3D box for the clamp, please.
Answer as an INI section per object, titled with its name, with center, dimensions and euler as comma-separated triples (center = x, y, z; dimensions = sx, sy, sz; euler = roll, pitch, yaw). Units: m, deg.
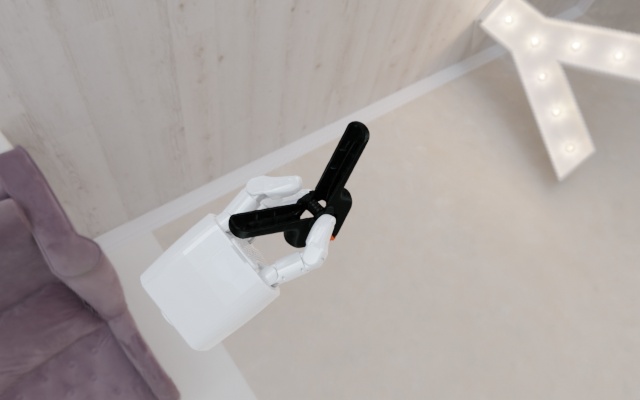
[clamp]
center = 0.001, 0.003, 0.536
dimensions = 0.164, 0.036, 0.210
euler = -40, -21, 1
